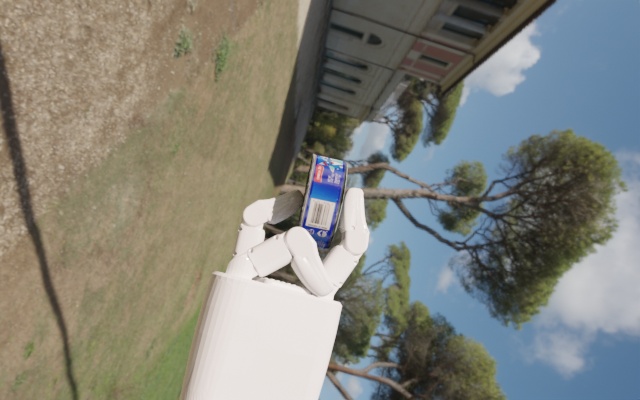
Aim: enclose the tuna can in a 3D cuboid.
[{"bbox_3d":[0.001,0.002,0.449,0.034,0.086,0.086,12,-1,-3],"label":"tuna can"}]
